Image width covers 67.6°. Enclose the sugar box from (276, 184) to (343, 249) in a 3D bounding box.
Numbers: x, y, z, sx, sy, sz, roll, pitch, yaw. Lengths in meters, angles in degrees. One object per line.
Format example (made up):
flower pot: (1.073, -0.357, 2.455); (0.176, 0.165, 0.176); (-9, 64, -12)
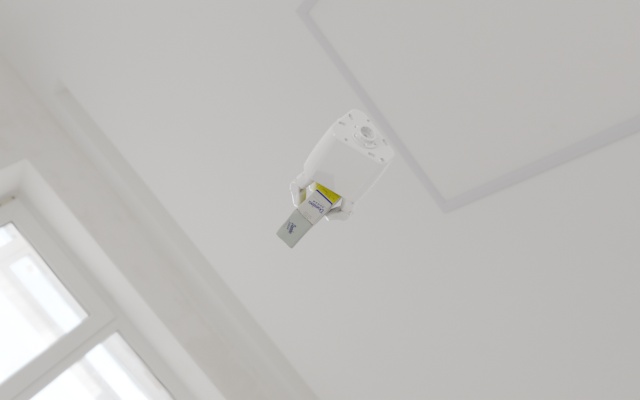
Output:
sugar box: (0.000, 0.002, 0.858); (0.176, 0.048, 0.093); (-42, -5, -42)
